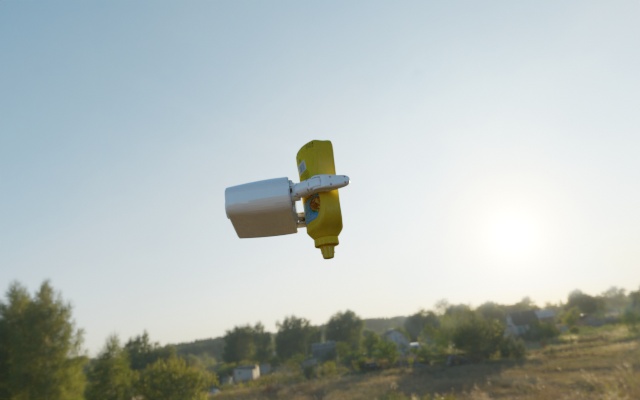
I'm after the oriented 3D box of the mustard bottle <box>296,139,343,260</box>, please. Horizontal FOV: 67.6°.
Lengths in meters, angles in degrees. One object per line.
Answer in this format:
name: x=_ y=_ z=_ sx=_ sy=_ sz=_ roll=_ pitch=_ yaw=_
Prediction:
mustard bottle: x=0.000 y=0.002 z=0.792 sx=0.058 sy=0.191 sz=0.096 roll=0 pitch=-18 yaw=-23
